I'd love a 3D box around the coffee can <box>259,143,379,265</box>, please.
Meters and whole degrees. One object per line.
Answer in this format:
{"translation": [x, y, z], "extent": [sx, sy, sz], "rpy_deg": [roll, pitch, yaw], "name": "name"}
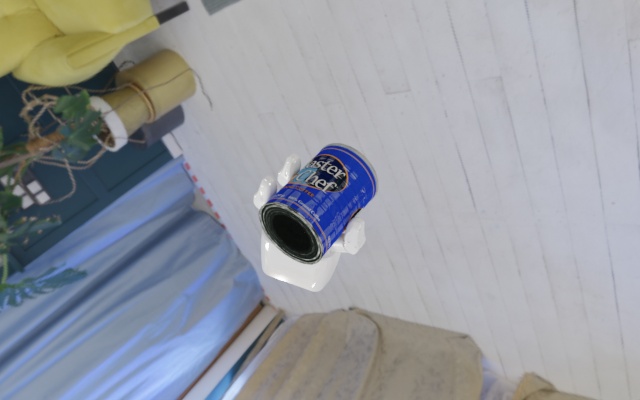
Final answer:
{"translation": [0.000, 0.002, 0.646], "extent": [0.103, 0.103, 0.140], "rpy_deg": [0, 37, 45], "name": "coffee can"}
